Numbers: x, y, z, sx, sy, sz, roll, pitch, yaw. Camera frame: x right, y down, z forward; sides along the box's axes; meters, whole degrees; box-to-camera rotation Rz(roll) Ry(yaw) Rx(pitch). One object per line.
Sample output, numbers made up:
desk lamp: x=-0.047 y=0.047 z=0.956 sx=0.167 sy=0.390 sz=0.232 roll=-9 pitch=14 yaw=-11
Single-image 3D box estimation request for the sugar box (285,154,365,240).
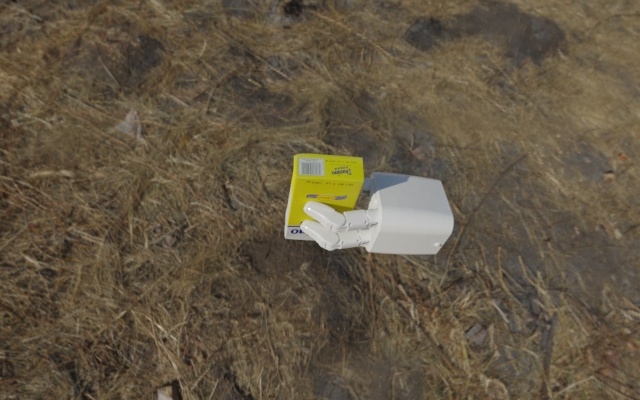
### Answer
sugar box: x=0.000 y=0.003 z=0.692 sx=0.093 sy=0.048 sz=0.176 roll=3 pitch=-34 yaw=-6
